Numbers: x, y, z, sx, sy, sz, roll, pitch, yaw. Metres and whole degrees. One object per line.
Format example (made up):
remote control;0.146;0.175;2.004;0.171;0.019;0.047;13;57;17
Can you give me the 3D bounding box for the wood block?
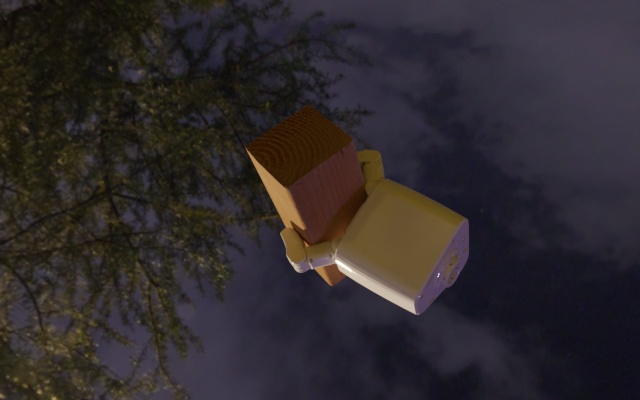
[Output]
wood block;0.000;0.002;0.581;0.091;0.206;0.090;-36;51;-13
